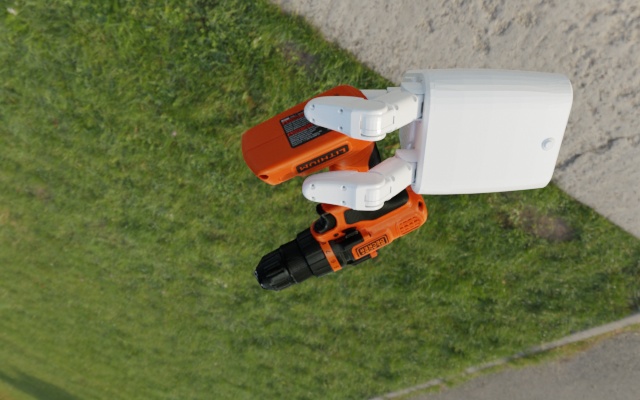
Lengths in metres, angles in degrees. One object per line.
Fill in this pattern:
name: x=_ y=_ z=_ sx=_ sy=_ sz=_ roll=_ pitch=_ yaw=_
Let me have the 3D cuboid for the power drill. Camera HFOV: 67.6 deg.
power drill: x=0.000 y=0.001 z=0.429 sx=0.184 sy=0.057 sz=0.188 roll=-27 pitch=-37 yaw=-1
